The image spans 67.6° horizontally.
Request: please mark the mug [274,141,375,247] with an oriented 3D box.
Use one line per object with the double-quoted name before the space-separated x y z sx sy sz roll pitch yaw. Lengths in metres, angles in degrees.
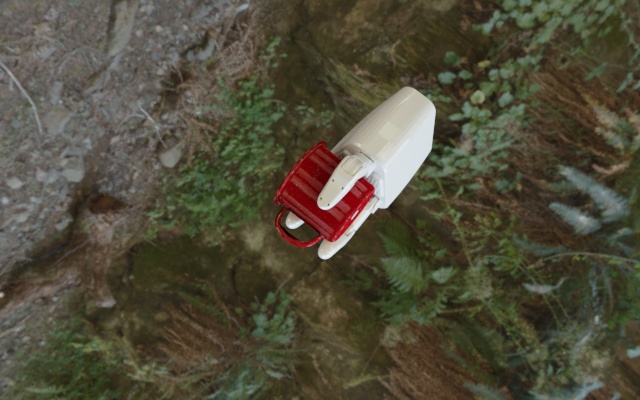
"mug" -0.001 0.003 0.539 0.081 0.117 0.093 39 -18 9
